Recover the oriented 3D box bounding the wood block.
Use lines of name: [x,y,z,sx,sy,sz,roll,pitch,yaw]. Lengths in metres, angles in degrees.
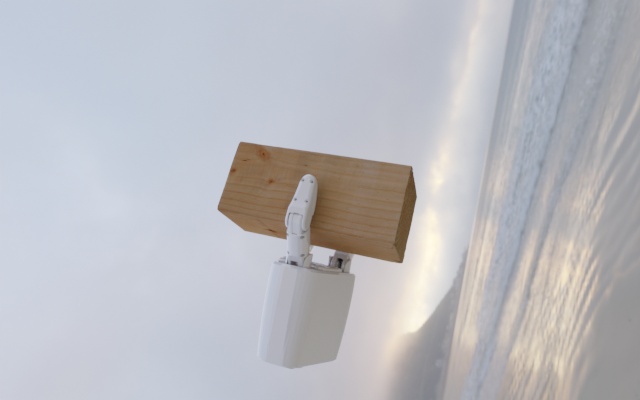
wood block: [0.000,0.002,0.559,0.206,0.090,0.091,10,-18,18]
